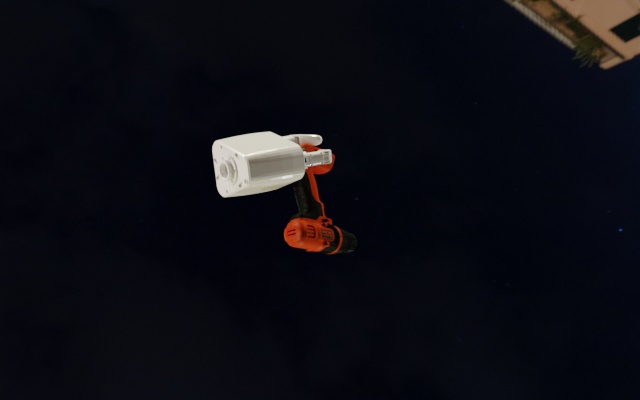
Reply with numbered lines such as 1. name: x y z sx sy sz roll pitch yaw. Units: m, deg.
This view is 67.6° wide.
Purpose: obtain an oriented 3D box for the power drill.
1. power drill: 0.000 0.002 0.858 0.057 0.187 0.184 -19 -20 31
